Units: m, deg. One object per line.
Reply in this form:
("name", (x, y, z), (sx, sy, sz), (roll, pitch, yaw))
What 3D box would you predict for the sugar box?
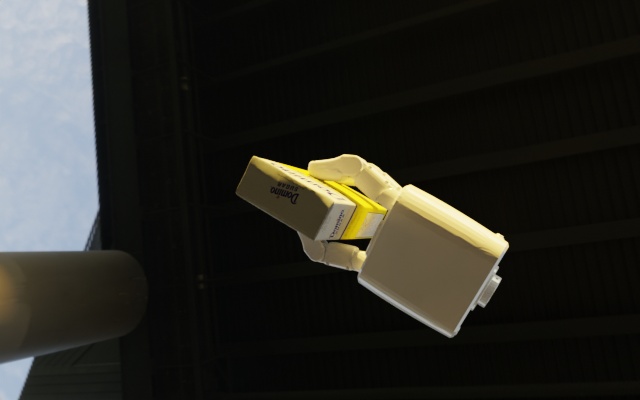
("sugar box", (0.000, 0.001, 0.496), (0.093, 0.048, 0.176), (30, 6, 21))
